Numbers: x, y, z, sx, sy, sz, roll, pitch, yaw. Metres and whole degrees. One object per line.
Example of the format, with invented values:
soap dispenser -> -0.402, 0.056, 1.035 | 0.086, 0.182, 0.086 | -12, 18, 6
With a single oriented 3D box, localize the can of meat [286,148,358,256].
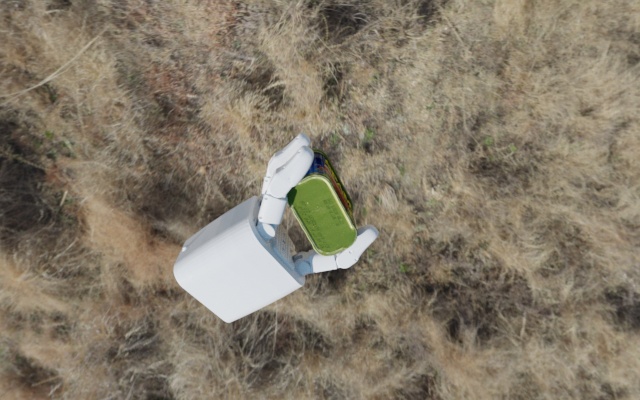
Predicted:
can of meat -> 0.000, 0.002, 0.542 | 0.057, 0.102, 0.084 | -26, 21, 8
